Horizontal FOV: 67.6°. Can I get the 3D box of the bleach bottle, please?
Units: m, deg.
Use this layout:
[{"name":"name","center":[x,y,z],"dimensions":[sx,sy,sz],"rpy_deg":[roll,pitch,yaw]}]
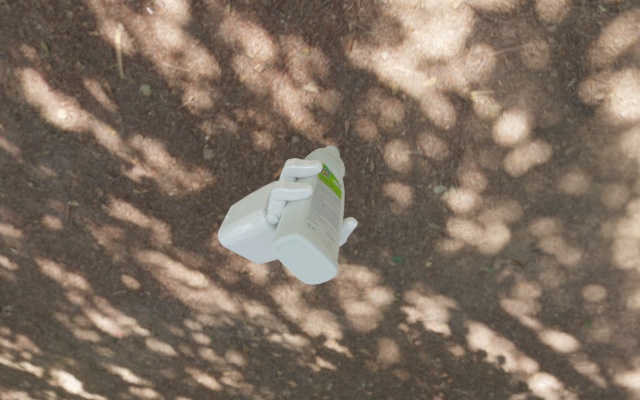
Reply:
[{"name":"bleach bottle","center":[0.000,0.002,0.746],"dimensions":[0.068,0.103,0.250],"rpy_deg":[-26,30,32]}]
